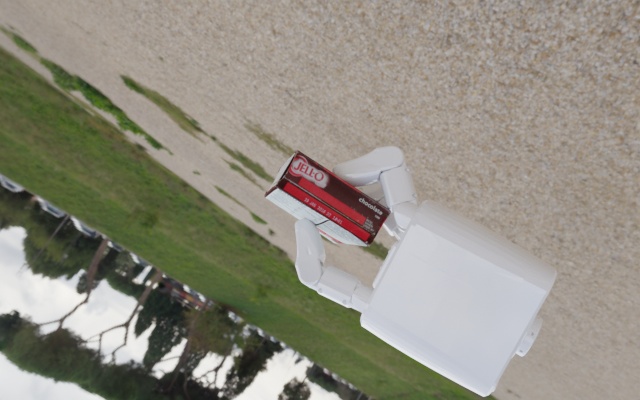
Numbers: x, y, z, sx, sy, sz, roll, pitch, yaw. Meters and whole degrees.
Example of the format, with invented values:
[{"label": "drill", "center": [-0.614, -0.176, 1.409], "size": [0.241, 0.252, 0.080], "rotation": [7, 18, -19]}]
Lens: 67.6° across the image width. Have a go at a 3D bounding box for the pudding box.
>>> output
[{"label": "pudding box", "center": [0.000, 0.002, 0.419], "size": [0.090, 0.039, 0.113], "rotation": [34, -11, -8]}]
